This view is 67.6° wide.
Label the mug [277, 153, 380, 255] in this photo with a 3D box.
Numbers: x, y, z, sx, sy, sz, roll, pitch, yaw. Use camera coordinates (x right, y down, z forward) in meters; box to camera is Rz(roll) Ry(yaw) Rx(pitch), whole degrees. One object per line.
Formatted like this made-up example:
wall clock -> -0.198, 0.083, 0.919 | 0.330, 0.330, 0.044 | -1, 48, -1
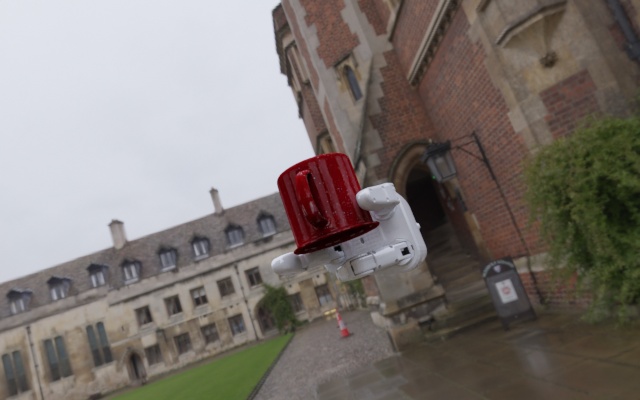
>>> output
mug -> -0.001, 0.001, 0.483 | 0.093, 0.081, 0.117 | -23, -12, 15
